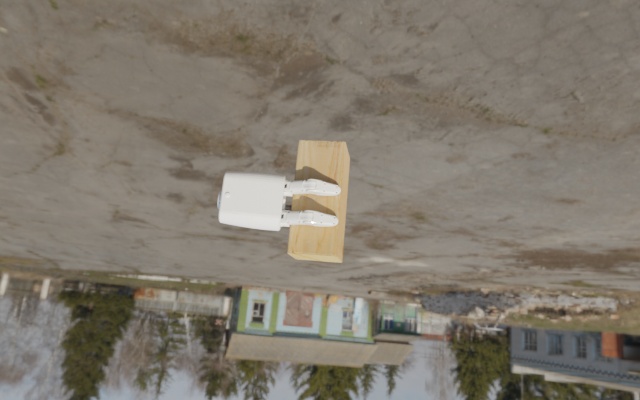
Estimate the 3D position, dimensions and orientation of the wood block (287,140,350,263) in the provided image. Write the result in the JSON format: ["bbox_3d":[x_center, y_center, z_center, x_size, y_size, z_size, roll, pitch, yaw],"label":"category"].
[{"bbox_3d":[0.000,0.003,0.874,0.090,0.206,0.091,3,-14,9],"label":"wood block"}]
